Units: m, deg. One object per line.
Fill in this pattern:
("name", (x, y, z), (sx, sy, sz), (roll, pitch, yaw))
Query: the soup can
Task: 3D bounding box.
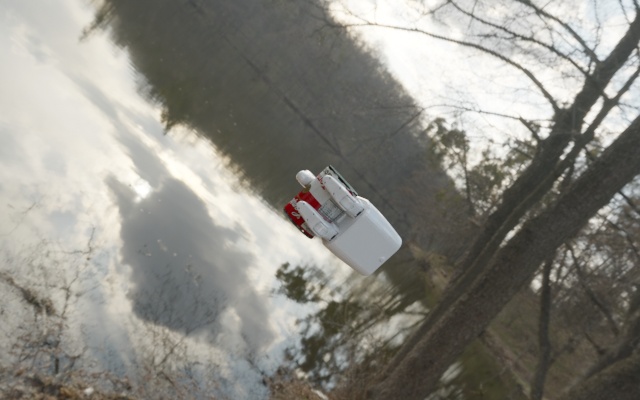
("soup can", (0.000, 0.002, 0.752), (0.102, 0.068, 0.068), (-43, -5, 6))
